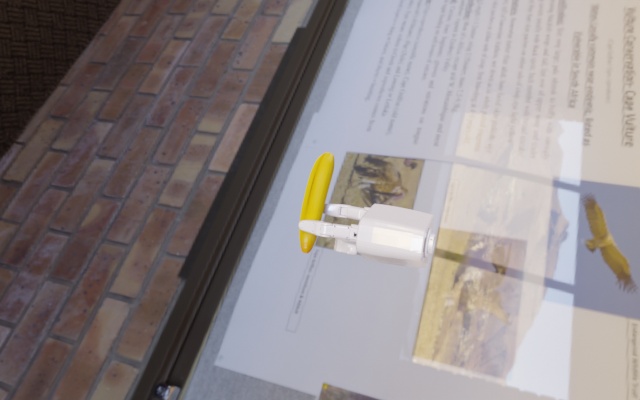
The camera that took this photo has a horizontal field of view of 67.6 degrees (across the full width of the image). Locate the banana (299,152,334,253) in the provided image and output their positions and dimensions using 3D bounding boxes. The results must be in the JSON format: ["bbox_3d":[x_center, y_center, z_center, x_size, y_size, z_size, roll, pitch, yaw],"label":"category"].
[{"bbox_3d":[-0.004,-0.008,0.831,0.037,0.197,0.070,8,-22,19],"label":"banana"}]
